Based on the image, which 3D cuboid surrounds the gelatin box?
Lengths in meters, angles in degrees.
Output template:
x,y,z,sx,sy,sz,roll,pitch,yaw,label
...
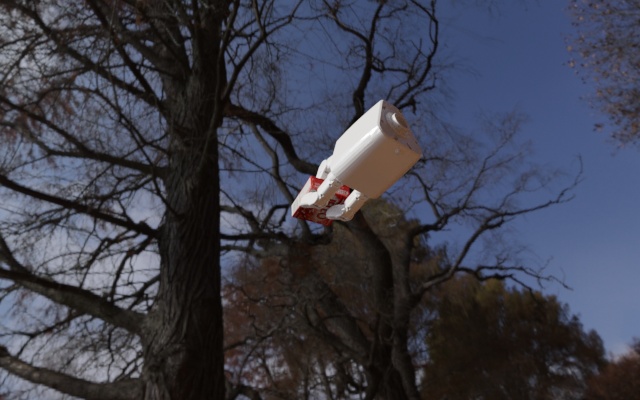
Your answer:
x,y,z,sx,sy,sz,roll,pitch,yaw,label
0.000,0.003,0.819,0.073,0.030,0.089,15,-42,-20,gelatin box
